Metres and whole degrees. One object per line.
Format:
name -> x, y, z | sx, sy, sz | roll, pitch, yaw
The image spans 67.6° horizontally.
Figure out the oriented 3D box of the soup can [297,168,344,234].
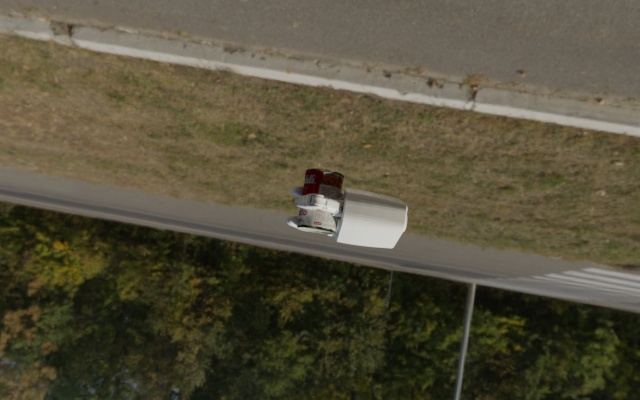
soup can -> 0.000, 0.003, 0.822 | 0.068, 0.102, 0.068 | 9, -9, 1
